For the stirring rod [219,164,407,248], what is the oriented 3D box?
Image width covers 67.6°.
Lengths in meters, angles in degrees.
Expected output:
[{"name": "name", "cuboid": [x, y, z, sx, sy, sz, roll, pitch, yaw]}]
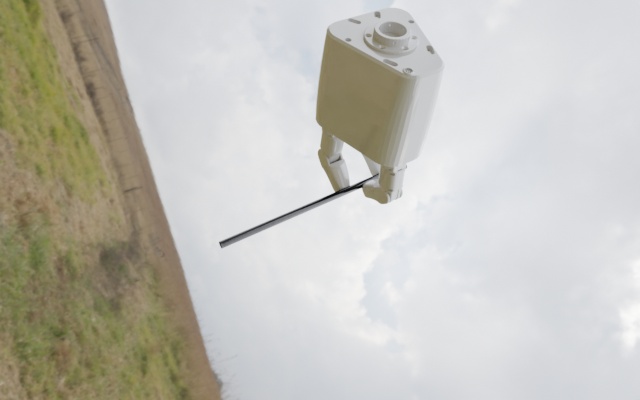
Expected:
[{"name": "stirring rod", "cuboid": [0.000, 0.002, 0.533, 0.239, 0.011, 0.011, -23, 9, -22]}]
